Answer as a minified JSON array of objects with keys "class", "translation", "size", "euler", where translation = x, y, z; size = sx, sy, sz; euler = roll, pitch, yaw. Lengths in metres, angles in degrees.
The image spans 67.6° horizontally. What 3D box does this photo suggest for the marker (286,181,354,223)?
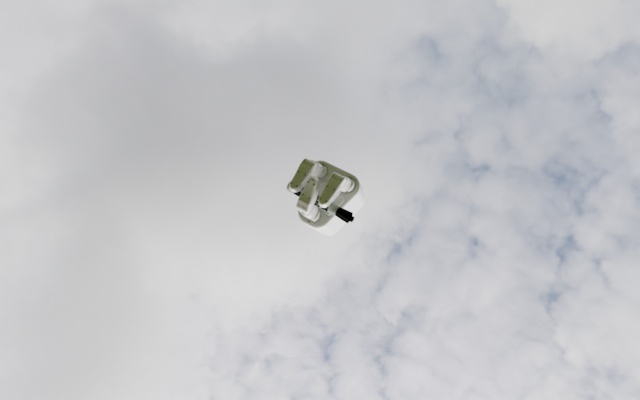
[{"class":"marker","translation":[0.000,0.002,0.757],"size":[0.121,0.020,0.020],"euler":[28,9,18]}]
